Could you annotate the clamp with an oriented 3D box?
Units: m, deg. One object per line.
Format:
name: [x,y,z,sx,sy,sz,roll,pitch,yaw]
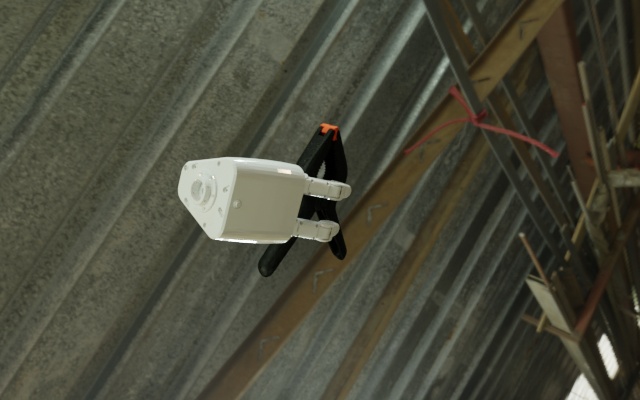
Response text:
clamp: [-0.001,0.001,0.661,0.036,0.210,0.164,22,11,39]
